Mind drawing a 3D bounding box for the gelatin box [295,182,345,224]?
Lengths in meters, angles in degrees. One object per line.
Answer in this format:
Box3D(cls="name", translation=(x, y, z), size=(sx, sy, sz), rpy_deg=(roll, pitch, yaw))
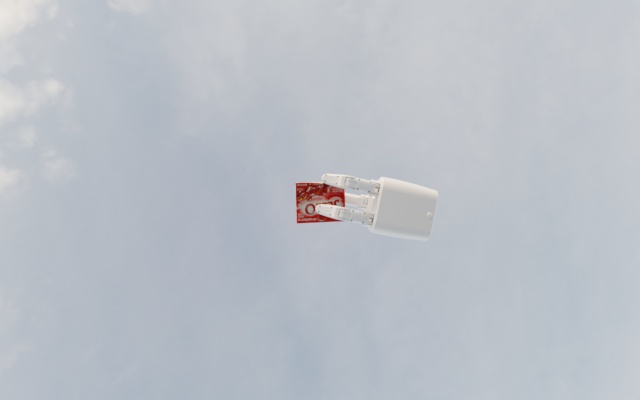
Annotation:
Box3D(cls="gelatin box", translation=(0.000, 0.003, 0.855), size=(0.089, 0.073, 0.030), rpy_deg=(-2, 2, -1))
